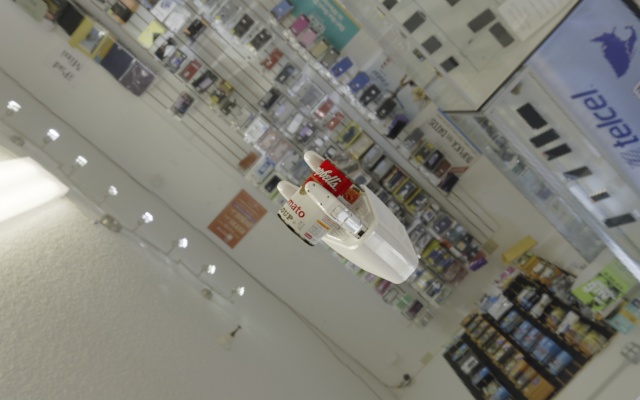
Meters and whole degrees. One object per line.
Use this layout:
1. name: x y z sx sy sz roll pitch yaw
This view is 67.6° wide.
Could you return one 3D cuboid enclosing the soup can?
1. soup can: 0.000 0.002 0.634 0.068 0.102 0.068 42 3 -3
